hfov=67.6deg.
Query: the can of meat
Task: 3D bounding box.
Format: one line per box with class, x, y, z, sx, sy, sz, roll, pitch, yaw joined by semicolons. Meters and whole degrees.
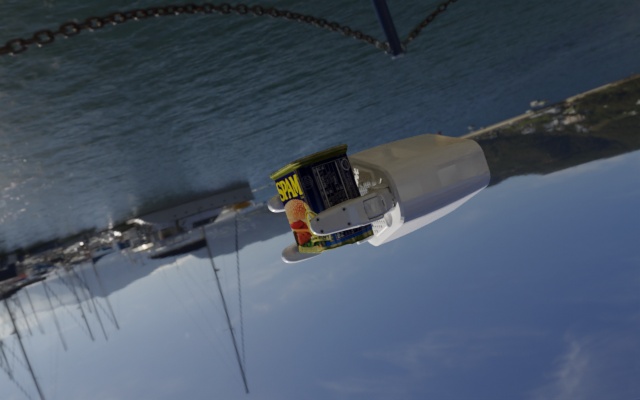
can of meat;0.000;0.002;0.450;0.057;0.084;0.102;-20;2;-21
